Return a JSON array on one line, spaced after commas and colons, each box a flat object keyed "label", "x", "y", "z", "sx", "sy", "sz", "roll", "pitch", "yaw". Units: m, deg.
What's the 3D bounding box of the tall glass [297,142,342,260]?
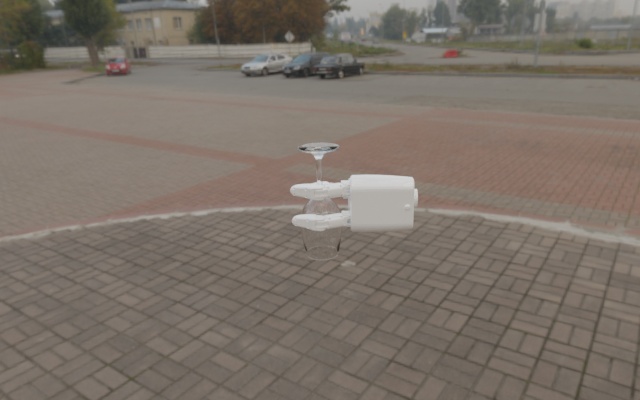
[{"label": "tall glass", "x": 0.000, "y": 0.002, "z": 0.848, "sx": 0.079, "sy": 0.201, "sz": 0.079, "roll": -2, "pitch": 19, "yaw": 1}]
